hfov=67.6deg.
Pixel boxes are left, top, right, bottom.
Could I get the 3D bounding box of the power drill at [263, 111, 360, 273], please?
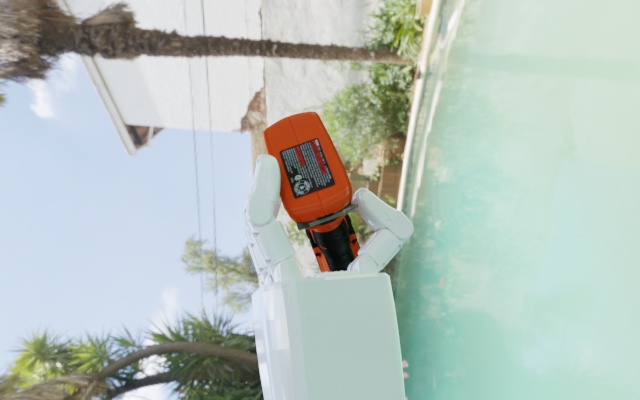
[{"bbox_3d":[0.000,0.002,0.473,0.057,0.184,0.188,-23,-33,0],"label":"power drill"}]
